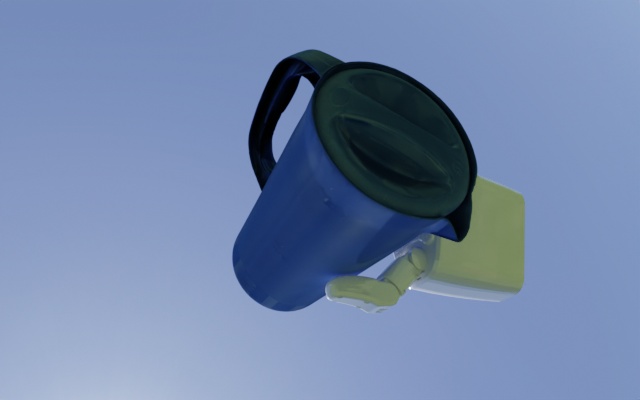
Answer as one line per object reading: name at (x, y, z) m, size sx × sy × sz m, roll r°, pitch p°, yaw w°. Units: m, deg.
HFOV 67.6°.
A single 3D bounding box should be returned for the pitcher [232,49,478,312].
pitcher at (0.000, 0.001, 0.417) m, size 0.145 × 0.149 × 0.243 m, roll 13°, pitch -35°, yaw -22°
